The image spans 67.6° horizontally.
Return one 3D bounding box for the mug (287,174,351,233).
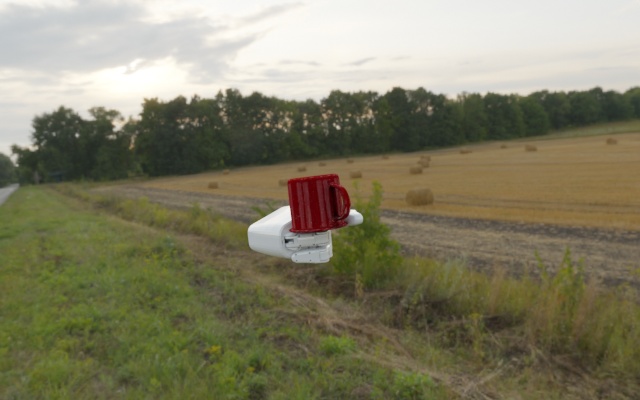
[{"bbox_3d":[0.001,0.002,0.734,0.093,0.081,0.117,-10,5,-40],"label":"mug"}]
